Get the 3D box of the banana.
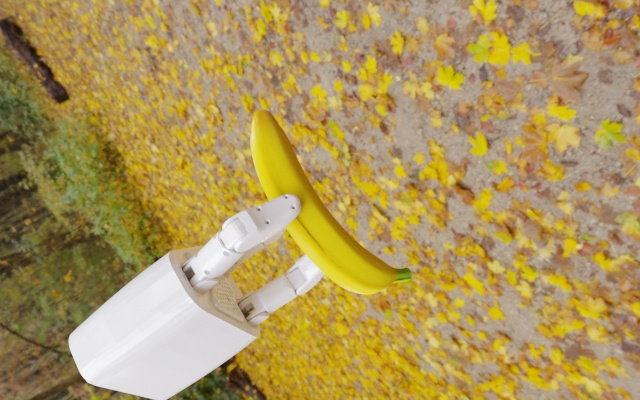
[{"bbox_3d":[-0.004,0.010,0.397,0.037,0.198,0.069,-39,1,29],"label":"banana"}]
